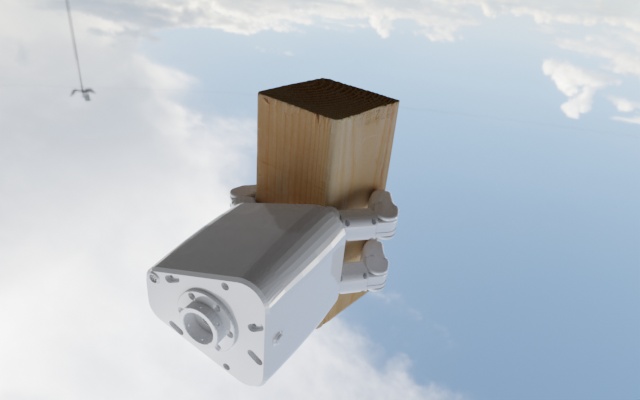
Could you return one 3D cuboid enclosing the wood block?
[{"bbox_3d":[0.000,0.002,0.451,0.091,0.206,0.090,27,35,33],"label":"wood block"}]
